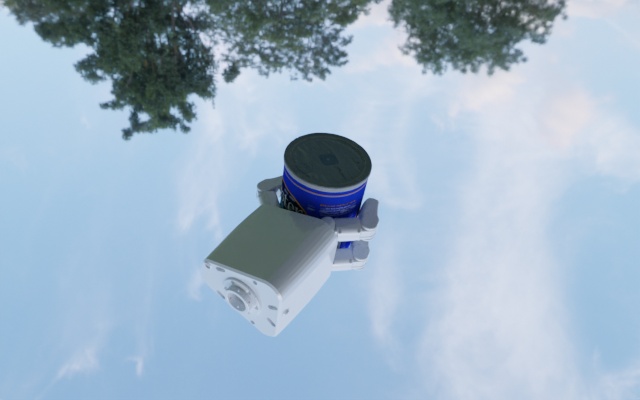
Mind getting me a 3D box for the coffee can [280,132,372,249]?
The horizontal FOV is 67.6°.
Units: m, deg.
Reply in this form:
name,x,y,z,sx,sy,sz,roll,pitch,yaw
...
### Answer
name,x,y,z,sx,sy,sz,roll,pitch,yaw
coffee can,0.000,0.002,0.595,0.103,0.140,0.102,5,43,-5
